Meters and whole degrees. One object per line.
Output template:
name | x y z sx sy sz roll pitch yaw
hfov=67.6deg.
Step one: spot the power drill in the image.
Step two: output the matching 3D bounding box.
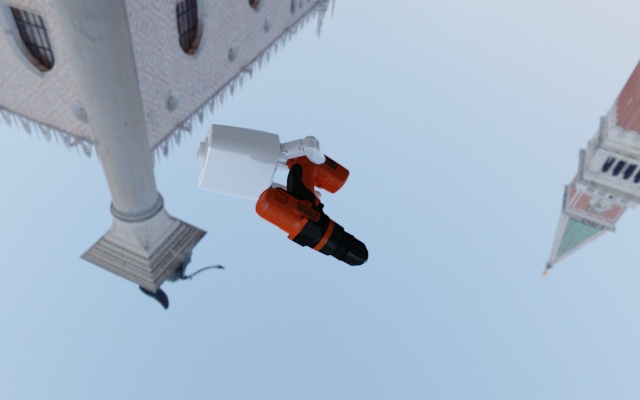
power drill | 0.000 0.002 0.744 0.184 0.057 0.187 32 33 -14
